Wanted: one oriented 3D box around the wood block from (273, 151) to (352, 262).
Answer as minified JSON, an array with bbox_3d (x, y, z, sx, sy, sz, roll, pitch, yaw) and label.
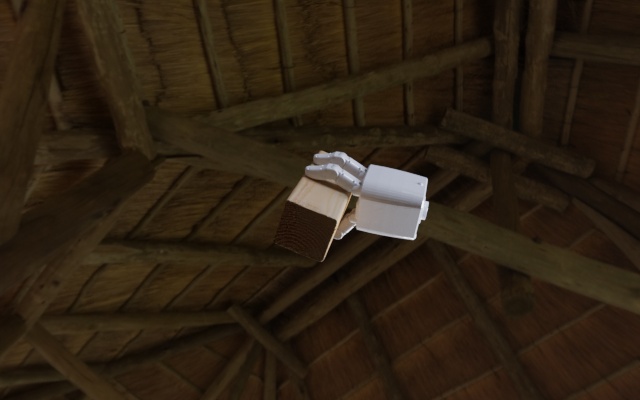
[{"bbox_3d":[0.000,0.003,0.844,0.090,0.091,0.206,22,31,4],"label":"wood block"}]
